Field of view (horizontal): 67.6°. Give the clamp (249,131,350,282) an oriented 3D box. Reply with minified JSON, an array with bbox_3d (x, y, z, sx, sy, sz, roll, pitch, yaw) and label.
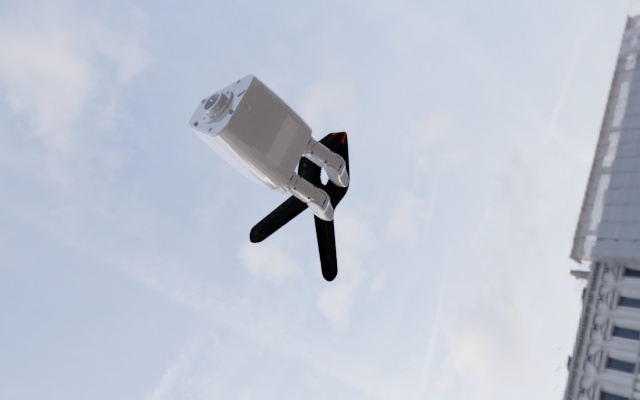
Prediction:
[{"bbox_3d":[0.000,0.002,0.670,0.036,0.210,0.165,3,-30,43],"label":"clamp"}]
